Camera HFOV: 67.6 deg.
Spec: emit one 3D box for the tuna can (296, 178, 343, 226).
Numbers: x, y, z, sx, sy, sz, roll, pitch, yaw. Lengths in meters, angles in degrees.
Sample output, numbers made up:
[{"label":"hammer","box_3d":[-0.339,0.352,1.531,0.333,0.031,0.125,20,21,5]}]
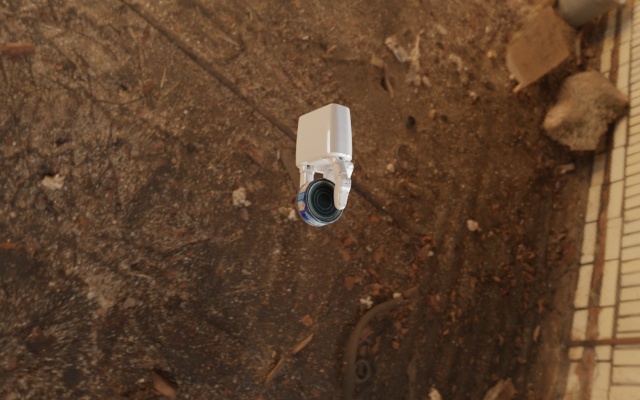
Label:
[{"label":"tuna can","box_3d":[0.000,0.003,0.876,0.086,0.086,0.034,0,-10,-34]}]
